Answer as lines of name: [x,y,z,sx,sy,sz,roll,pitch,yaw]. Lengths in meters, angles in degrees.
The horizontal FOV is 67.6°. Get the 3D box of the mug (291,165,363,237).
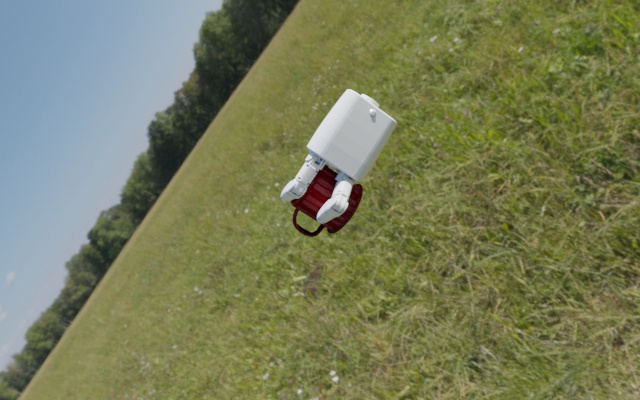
mug: [-0.001,0.004,0.756,0.081,0.117,0.093,33,7,-17]
